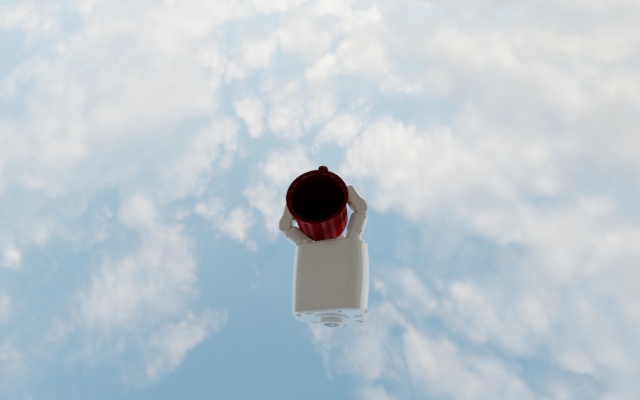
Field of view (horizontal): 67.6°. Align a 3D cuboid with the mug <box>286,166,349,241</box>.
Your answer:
[{"bbox_3d":[0.000,0.001,0.739,0.093,0.117,0.081,0,-30,8],"label":"mug"}]
